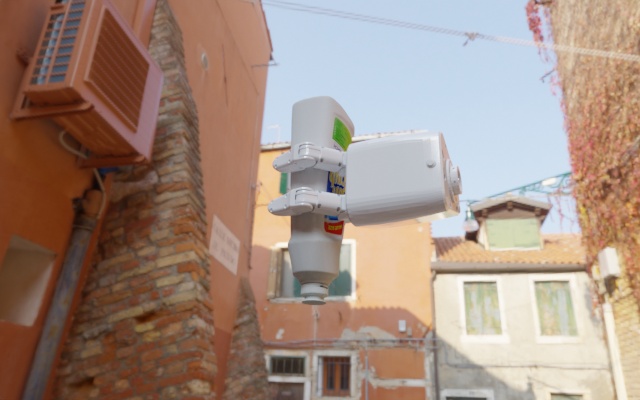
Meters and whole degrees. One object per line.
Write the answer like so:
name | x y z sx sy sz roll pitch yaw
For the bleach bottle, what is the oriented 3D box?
bleach bottle | 0.000 0.002 0.586 0.068 0.250 0.103 -8 -25 22
